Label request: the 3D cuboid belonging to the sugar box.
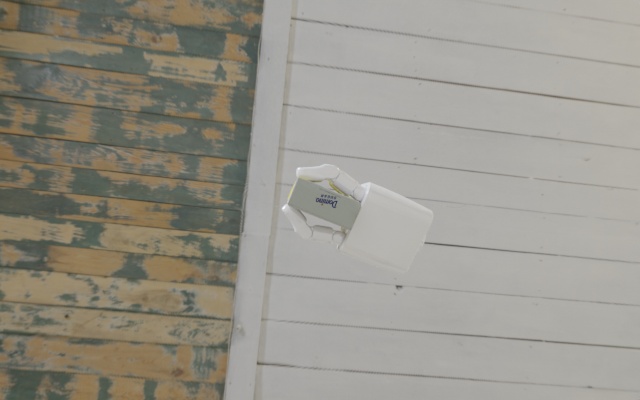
[{"bbox_3d":[0.000,0.002,0.702,0.093,0.048,0.176,22,-3,-5],"label":"sugar box"}]
